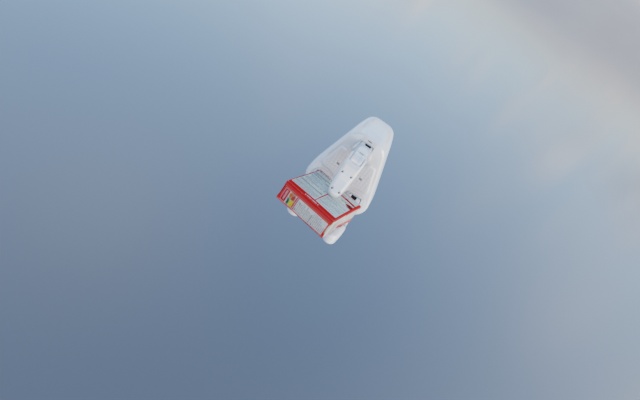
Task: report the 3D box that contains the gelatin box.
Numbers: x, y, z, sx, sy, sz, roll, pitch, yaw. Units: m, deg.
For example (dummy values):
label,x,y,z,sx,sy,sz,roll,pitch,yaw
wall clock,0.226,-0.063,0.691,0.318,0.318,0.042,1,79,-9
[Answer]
label,x,y,z,sx,sy,sz,roll,pitch,yaw
gelatin box,0.000,0.002,0.574,0.073,0.030,0.089,42,25,12
